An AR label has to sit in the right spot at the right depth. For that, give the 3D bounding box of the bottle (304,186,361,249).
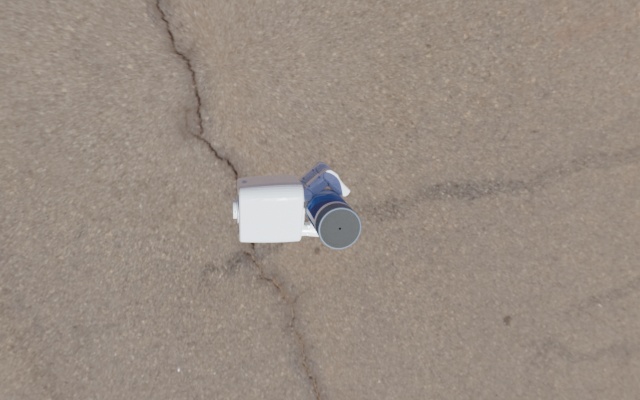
[{"bbox_3d":[0.000,0.003,0.850,0.069,0.069,0.295,0,16,-12],"label":"bottle"}]
